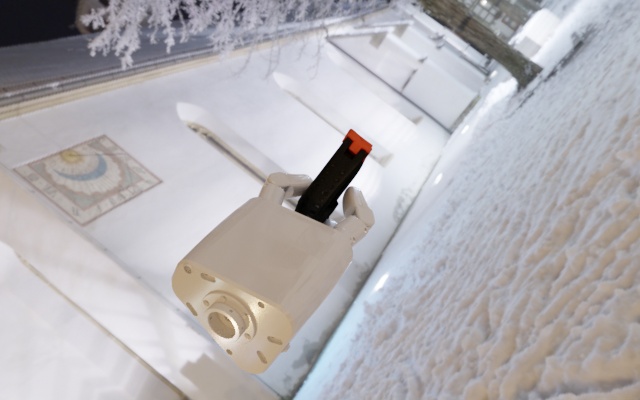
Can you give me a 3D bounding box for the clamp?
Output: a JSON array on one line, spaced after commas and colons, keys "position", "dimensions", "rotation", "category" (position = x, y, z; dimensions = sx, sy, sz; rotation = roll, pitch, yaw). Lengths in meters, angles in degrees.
[{"position": [0.000, 0.001, 0.521], "dimensions": [0.036, 0.210, 0.164], "rotation": [38, 38, 5], "category": "clamp"}]
